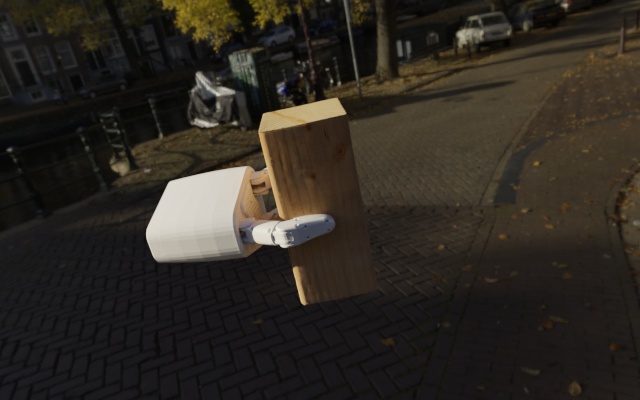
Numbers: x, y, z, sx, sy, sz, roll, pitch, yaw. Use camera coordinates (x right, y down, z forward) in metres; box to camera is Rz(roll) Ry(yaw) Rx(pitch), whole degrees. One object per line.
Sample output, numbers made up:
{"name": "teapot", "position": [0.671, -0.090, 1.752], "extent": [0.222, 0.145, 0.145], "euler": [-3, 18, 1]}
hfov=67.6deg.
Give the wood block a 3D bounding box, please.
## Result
{"name": "wood block", "position": [0.000, 0.002, 0.541], "extent": [0.090, 0.206, 0.090], "euler": [-12, 23, 1]}
